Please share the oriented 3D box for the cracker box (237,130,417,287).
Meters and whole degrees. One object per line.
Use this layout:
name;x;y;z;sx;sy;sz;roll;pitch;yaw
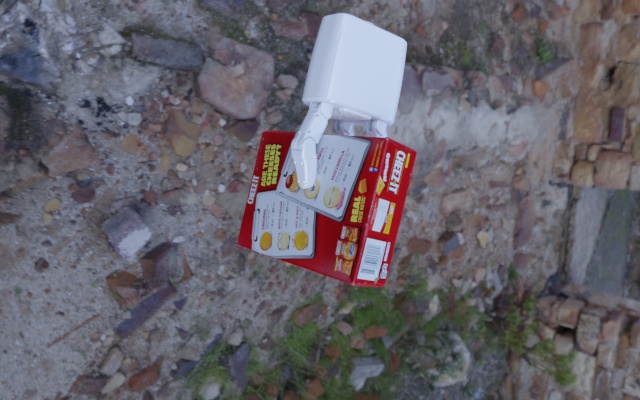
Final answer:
cracker box;0.000;0.002;0.598;0.213;0.164;0.072;11;-3;44
